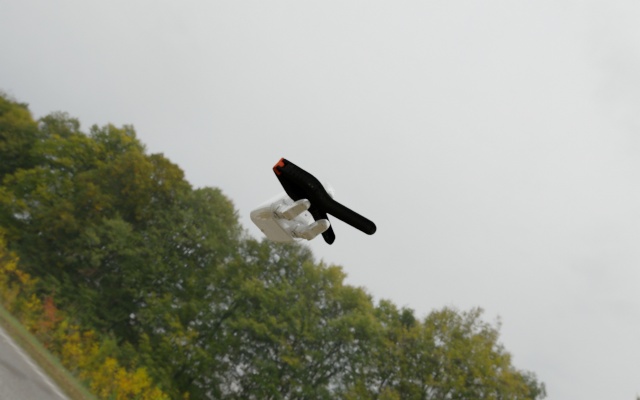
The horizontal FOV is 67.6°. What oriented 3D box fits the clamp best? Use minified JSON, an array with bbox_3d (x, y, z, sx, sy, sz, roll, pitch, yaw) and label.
[{"bbox_3d":[0.000,0.002,0.875,0.164,0.210,0.036,-13,34,55],"label":"clamp"}]
